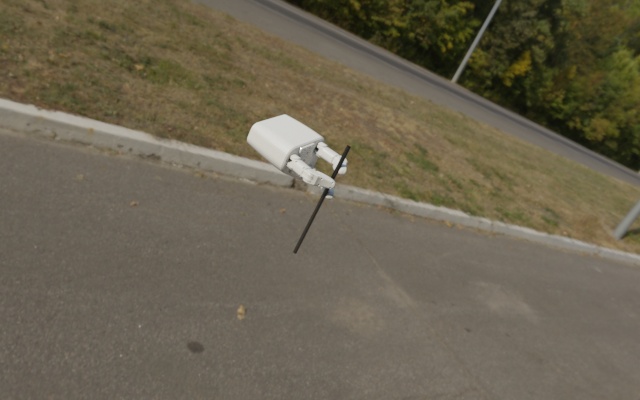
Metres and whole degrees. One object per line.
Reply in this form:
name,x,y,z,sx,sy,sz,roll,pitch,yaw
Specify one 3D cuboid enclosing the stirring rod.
stirring rod,0.000,0.003,0.897,0.011,0.240,0.011,23,22,-10
